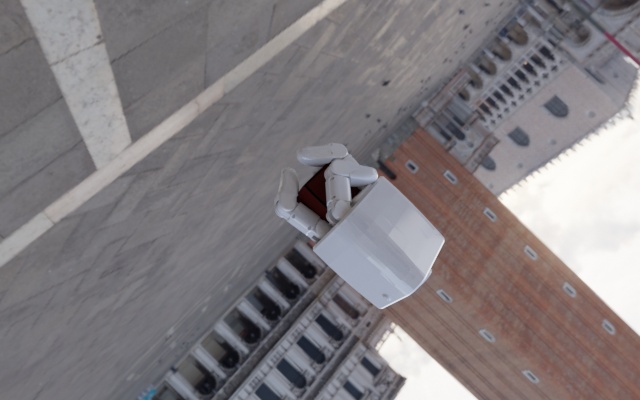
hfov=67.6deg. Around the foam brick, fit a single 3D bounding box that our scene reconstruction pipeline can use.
[{"bbox_3d":[0.000,0.002,0.573,0.053,0.051,0.078,-45,-2,-33],"label":"foam brick"}]
